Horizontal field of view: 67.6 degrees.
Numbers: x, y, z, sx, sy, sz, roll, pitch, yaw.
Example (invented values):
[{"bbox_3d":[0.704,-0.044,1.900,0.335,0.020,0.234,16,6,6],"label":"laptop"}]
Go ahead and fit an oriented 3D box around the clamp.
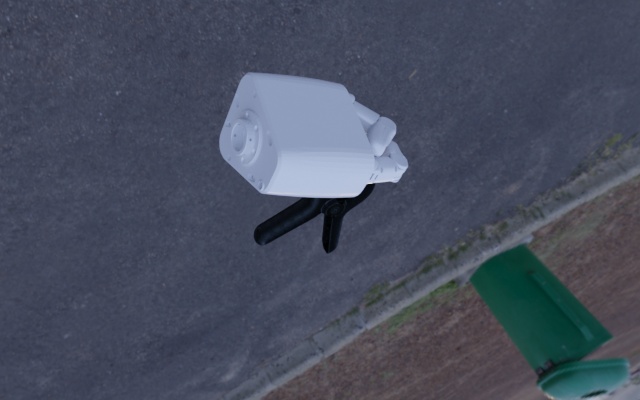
[{"bbox_3d":[0.001,0.002,0.545,0.120,0.171,0.039,-1,44,-38],"label":"clamp"}]
